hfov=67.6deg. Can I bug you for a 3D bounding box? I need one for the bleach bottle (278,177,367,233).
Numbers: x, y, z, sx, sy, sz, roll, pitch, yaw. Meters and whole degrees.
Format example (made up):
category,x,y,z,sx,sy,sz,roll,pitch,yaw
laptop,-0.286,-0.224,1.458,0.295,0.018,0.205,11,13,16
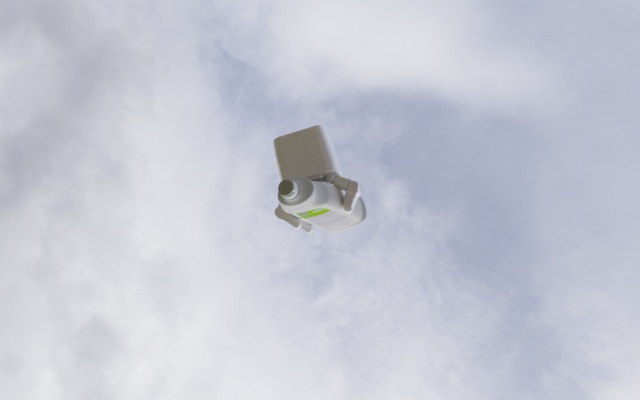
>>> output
category,x,y,z,sx,sy,sz,roll,pitch,yaw
bleach bottle,0.000,0.003,0.890,0.102,0.068,0.251,-22,-20,18
